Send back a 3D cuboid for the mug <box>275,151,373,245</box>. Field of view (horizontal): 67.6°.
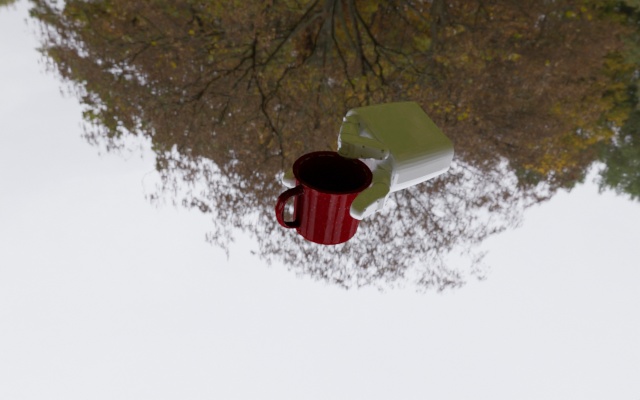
[{"bbox_3d":[-0.001,0.002,0.562,0.117,0.082,0.093,-17,42,-31],"label":"mug"}]
